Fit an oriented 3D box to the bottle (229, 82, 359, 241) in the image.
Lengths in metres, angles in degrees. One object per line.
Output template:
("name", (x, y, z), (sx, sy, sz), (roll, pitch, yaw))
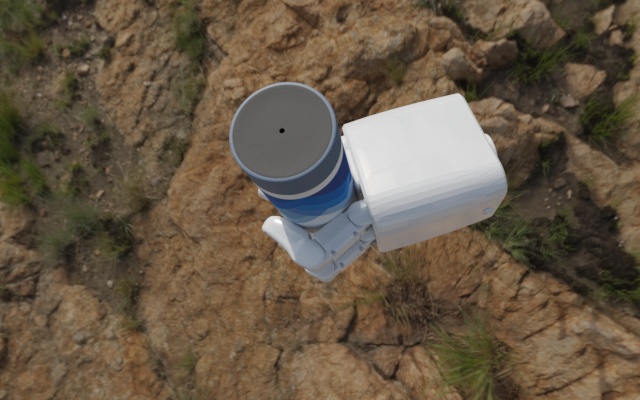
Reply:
("bottle", (0.000, 0.001, 0.424), (0.069, 0.069, 0.296), (0, -17, 10))
